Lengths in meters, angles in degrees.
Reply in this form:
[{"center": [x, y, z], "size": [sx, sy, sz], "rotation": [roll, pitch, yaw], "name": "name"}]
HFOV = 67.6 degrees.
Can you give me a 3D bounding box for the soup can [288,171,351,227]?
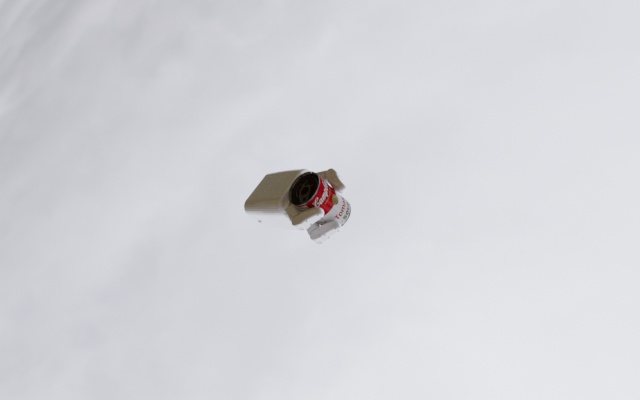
[{"center": [0.001, 0.003, 0.856], "size": [0.068, 0.068, 0.102], "rotation": [0, -29, 42], "name": "soup can"}]
